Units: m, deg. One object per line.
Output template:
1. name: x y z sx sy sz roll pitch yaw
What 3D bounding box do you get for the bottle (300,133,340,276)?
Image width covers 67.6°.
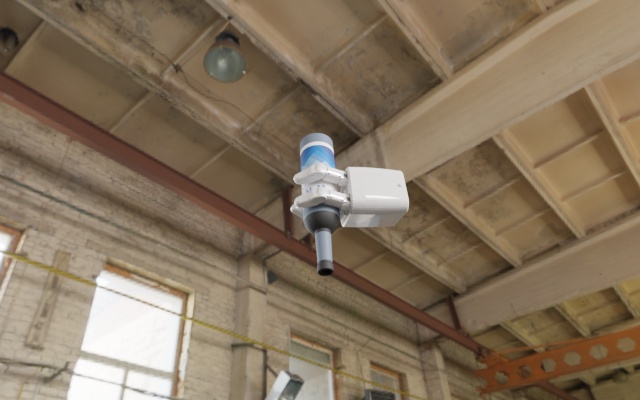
1. bottle: 0.000 0.003 0.878 0.069 0.295 0.069 -3 -38 -2
